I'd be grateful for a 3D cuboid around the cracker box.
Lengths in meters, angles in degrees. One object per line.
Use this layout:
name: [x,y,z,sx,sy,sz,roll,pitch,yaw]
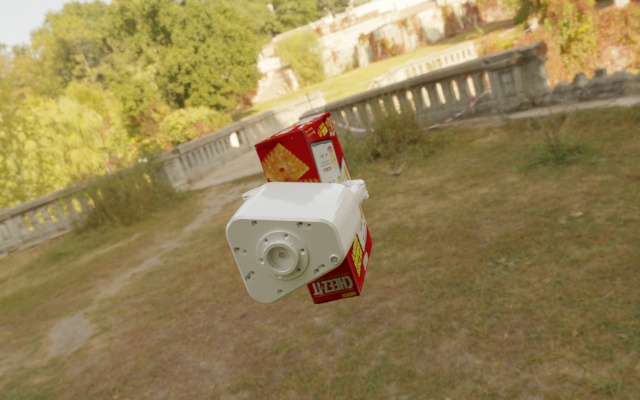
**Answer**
cracker box: [0.000,0.002,0.634,0.072,0.214,0.164,-15,14,16]
